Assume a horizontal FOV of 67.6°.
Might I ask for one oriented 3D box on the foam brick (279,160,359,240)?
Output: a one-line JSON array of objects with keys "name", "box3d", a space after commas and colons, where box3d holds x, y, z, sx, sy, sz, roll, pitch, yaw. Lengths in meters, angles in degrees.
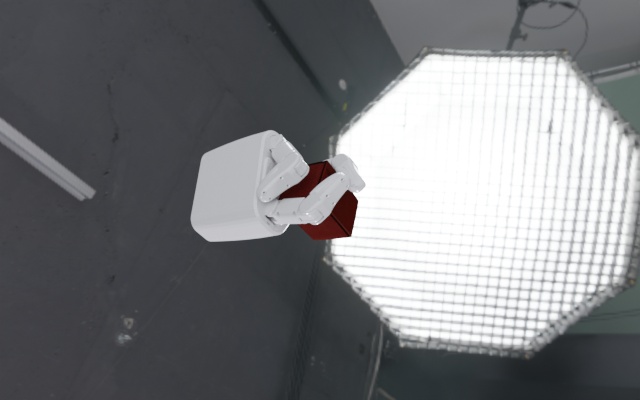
[{"name": "foam brick", "box3d": [0.000, 0.002, 0.535, 0.051, 0.053, 0.078, -11, -43, 33]}]
